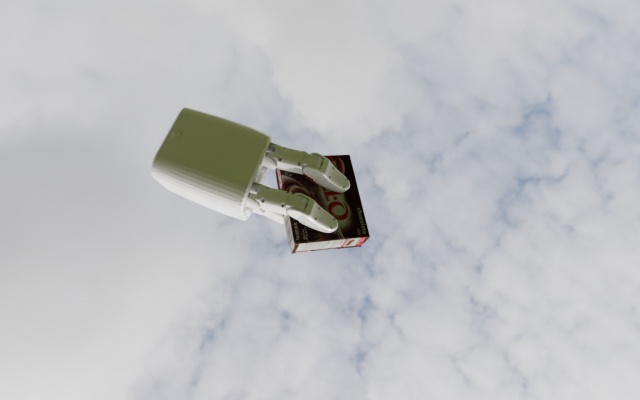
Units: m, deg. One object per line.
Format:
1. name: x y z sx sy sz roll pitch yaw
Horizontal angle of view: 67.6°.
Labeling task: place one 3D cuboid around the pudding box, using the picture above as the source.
1. pudding box: 0.000 0.002 0.560 0.090 0.113 0.039 -4 -23 -17
